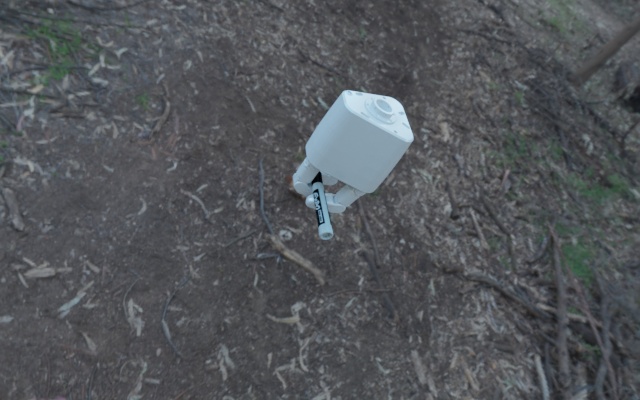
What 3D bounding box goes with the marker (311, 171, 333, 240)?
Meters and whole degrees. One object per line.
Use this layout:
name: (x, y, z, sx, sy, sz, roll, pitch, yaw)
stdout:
marker: (0.000, 0.002, 0.685, 0.020, 0.121, 0.020, -6, -39, -5)
